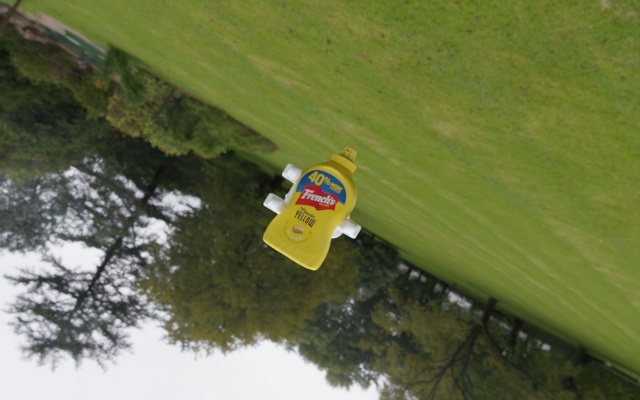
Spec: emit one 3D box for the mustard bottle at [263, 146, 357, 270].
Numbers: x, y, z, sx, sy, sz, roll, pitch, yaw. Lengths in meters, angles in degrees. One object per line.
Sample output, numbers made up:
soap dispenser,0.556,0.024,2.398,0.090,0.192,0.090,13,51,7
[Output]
mustard bottle,0.000,0.003,0.729,0.096,0.191,0.058,30,-4,18
